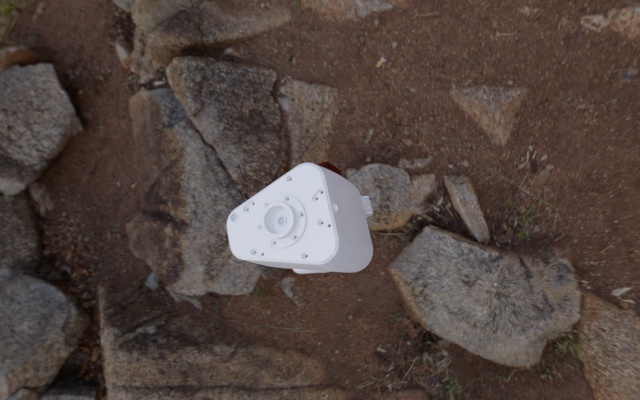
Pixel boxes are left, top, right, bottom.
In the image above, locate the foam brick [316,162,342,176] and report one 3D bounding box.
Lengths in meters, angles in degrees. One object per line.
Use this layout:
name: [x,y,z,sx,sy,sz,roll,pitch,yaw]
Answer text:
foam brick: [0.000,0.002,0.553,0.053,0.078,0.051,-17,-15,18]
